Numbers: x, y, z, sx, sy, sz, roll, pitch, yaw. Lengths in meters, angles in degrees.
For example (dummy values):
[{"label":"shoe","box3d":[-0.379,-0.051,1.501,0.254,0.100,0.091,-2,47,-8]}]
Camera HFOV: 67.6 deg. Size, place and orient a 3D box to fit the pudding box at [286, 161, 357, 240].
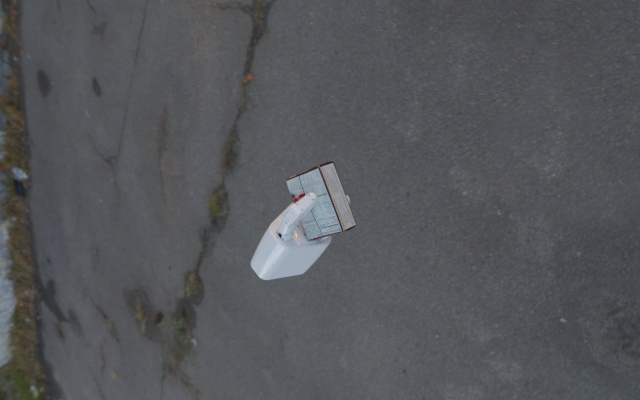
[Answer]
[{"label":"pudding box","box3d":[0.000,0.003,0.771,0.039,0.113,0.090,-25,4,-43]}]
